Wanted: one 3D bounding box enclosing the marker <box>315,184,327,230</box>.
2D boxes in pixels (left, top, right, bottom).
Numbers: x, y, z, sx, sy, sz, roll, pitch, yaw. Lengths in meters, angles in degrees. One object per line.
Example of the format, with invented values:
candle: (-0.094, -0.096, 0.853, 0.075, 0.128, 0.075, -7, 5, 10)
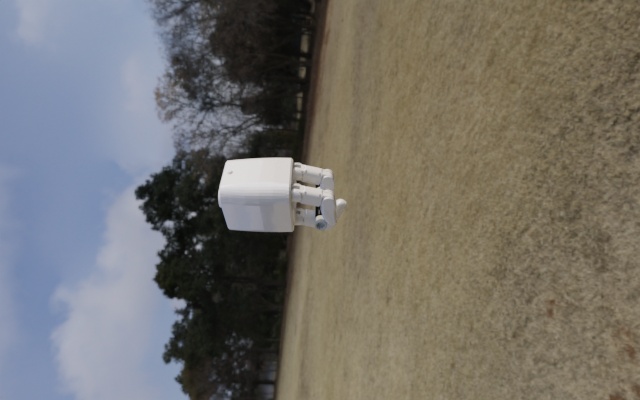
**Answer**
marker: (0.000, 0.003, 0.784, 0.020, 0.020, 0.121, 0, 38, 0)
